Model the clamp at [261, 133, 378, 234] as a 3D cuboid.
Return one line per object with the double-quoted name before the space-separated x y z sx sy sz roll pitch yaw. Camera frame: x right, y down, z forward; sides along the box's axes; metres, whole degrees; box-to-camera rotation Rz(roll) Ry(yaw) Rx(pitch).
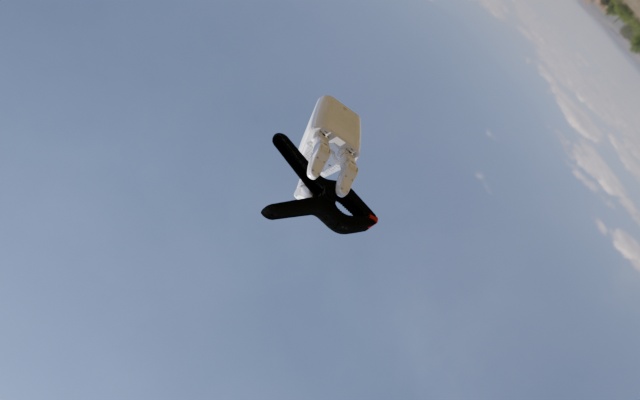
"clamp" 0.000 0.003 0.733 0.210 0.164 0.036 33 -48 -21
